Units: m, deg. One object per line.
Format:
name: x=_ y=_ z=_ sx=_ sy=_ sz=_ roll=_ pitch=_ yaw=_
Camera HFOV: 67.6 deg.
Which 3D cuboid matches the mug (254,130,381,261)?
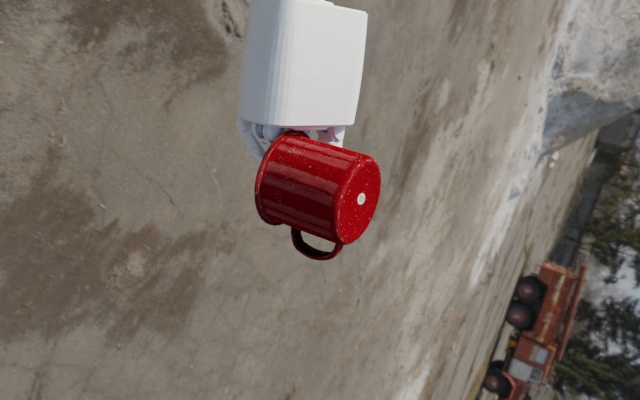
mug: x=0.000 y=0.003 z=0.433 sx=0.081 sy=0.117 sz=0.093 roll=19 pitch=23 yaw=28
